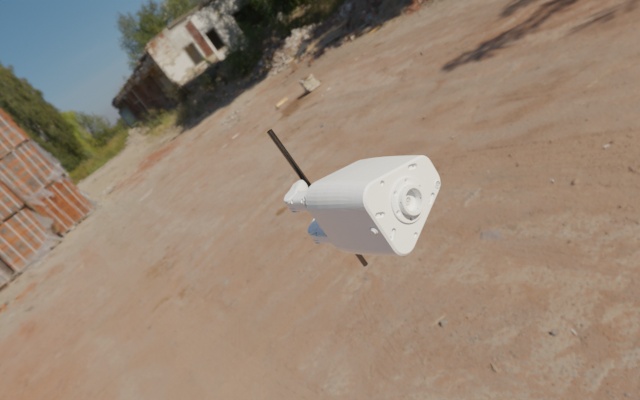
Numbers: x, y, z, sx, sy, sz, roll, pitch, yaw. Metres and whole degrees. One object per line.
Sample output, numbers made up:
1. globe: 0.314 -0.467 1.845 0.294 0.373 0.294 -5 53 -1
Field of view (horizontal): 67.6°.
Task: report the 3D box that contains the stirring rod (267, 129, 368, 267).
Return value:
1. stirring rod: 0.000 0.002 0.654 0.011 0.240 0.011 -31 21 13
